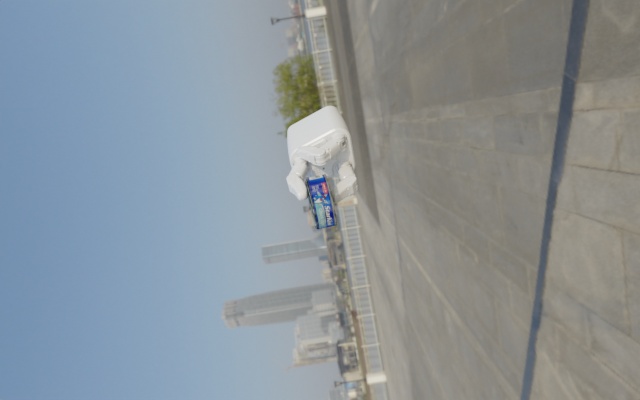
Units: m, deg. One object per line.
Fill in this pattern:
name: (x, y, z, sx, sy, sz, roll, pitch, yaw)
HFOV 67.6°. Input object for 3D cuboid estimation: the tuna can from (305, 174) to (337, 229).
tuna can: (0.000, 0.003, 0.767, 0.034, 0.086, 0.086, -12, 1, -4)
